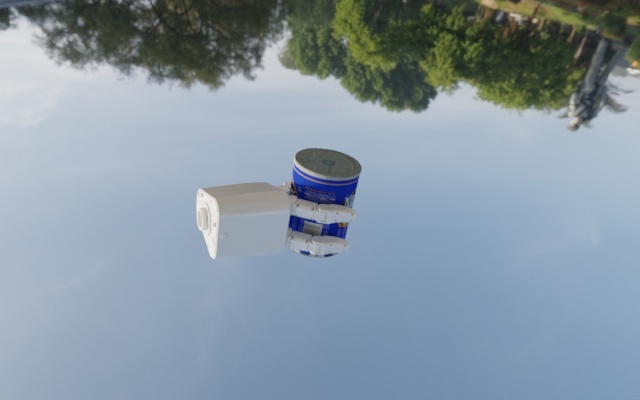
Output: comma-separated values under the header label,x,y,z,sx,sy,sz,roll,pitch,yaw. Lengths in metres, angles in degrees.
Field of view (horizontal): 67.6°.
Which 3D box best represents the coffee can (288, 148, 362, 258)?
label,x,y,z,sx,sy,sz,roll,pitch,yaw
coffee can,0.000,0.002,0.745,0.103,0.140,0.102,8,27,-4
